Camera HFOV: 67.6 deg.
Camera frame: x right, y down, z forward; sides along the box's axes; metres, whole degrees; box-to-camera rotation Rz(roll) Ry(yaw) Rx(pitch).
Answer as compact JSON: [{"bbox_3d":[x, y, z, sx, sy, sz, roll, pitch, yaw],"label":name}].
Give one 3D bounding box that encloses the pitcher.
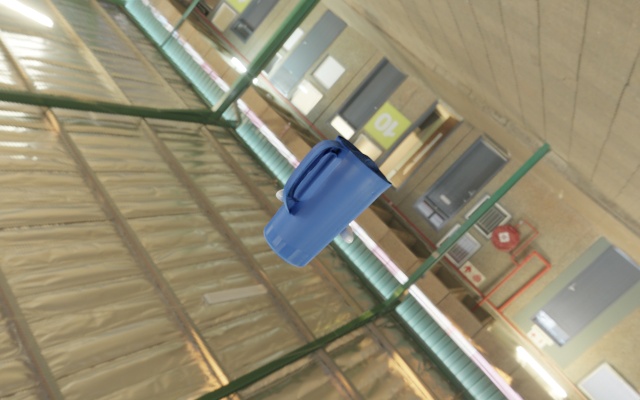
[{"bbox_3d":[0.000,0.003,0.890,0.149,0.243,0.145,42,12,-2],"label":"pitcher"}]
